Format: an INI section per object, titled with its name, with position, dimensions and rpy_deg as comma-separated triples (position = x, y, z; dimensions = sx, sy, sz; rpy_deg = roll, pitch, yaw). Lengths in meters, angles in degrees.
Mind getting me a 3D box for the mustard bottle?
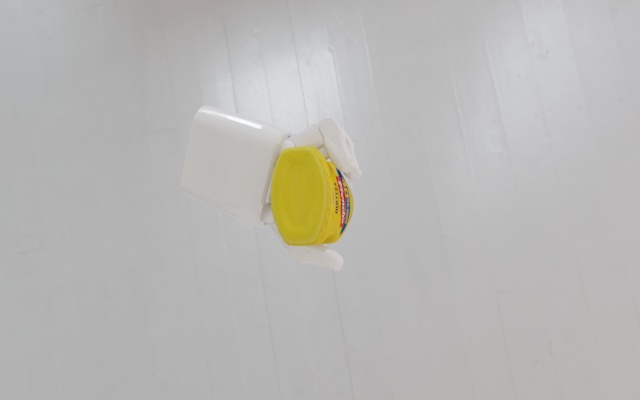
[mustard bottle]
position = 0.000, 0.002, 0.540
dimensions = 0.058, 0.096, 0.191
rpy_deg = -5, -5, 13
